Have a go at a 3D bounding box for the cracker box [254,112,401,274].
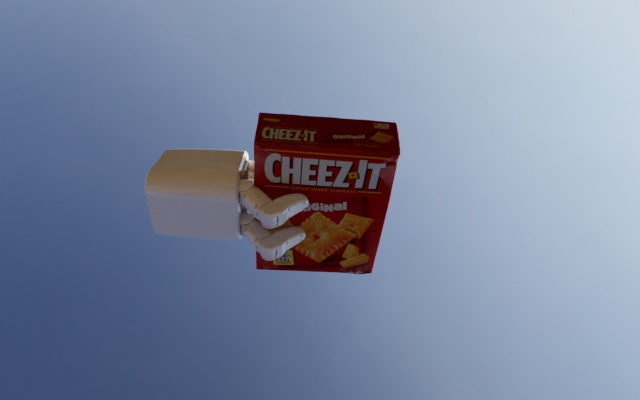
[{"bbox_3d":[0.000,0.002,0.605,0.164,0.214,0.072,3,43,-3],"label":"cracker box"}]
